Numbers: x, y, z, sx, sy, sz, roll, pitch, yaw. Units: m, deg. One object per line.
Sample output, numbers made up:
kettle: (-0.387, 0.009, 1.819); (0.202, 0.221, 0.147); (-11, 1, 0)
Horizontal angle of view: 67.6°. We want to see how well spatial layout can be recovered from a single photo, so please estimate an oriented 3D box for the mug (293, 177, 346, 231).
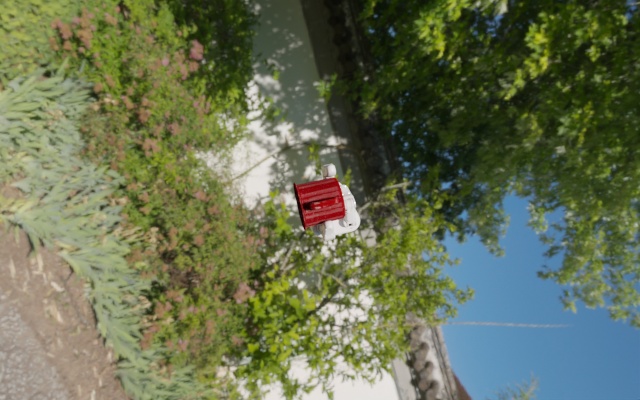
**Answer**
mug: (0.000, 0.003, 0.891); (0.081, 0.093, 0.117); (-13, 2, -7)
